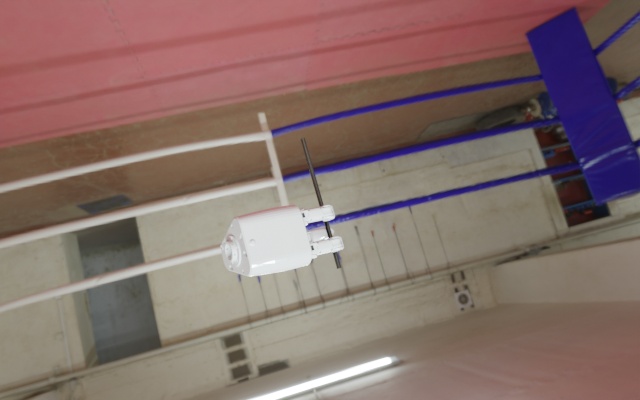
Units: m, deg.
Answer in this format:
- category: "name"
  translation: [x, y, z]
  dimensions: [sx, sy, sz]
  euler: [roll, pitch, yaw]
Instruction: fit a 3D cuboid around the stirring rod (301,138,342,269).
- category: "stirring rod"
  translation: [0.000, 0.003, 0.842]
  dimensions: [0.011, 0.239, 0.011]
  euler: [-15, -10, -3]
